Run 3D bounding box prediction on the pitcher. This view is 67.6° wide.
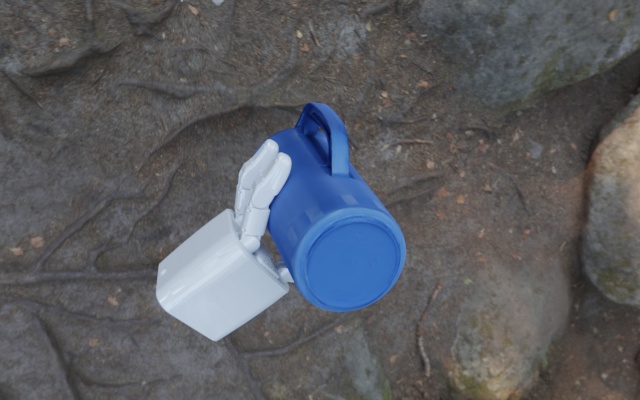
[{"bbox_3d":[0.000,0.002,0.524,0.145,0.149,0.242,-36,27,1],"label":"pitcher"}]
